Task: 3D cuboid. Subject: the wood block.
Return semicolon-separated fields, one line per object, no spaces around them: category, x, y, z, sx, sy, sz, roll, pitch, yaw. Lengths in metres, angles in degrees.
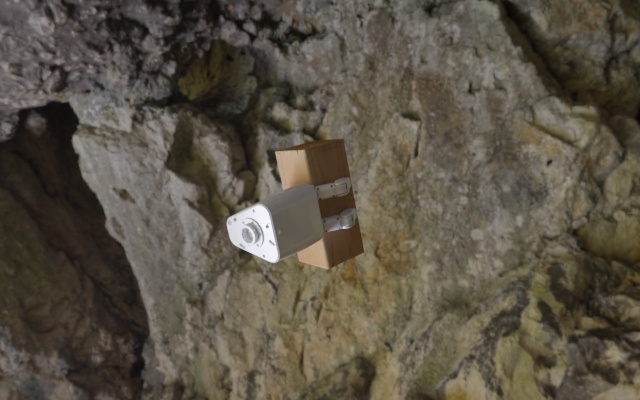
wood block;0.000;0.003;0.840;0.090;0.206;0.091;-20;16;-35
